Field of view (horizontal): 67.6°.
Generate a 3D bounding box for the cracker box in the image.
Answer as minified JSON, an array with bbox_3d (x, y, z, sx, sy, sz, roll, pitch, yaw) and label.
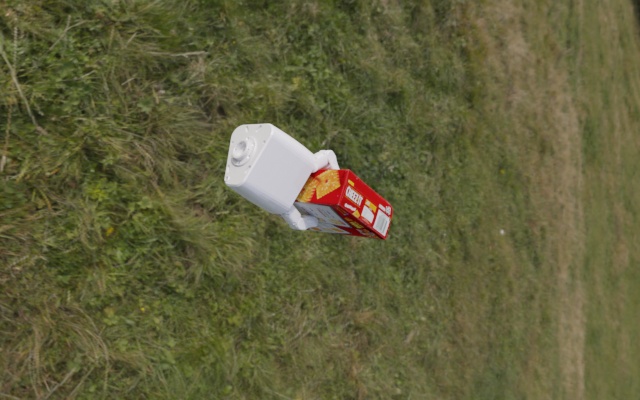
[{"bbox_3d":[0.000,0.003,0.867,0.213,0.072,0.164,5,-20,39],"label":"cracker box"}]
